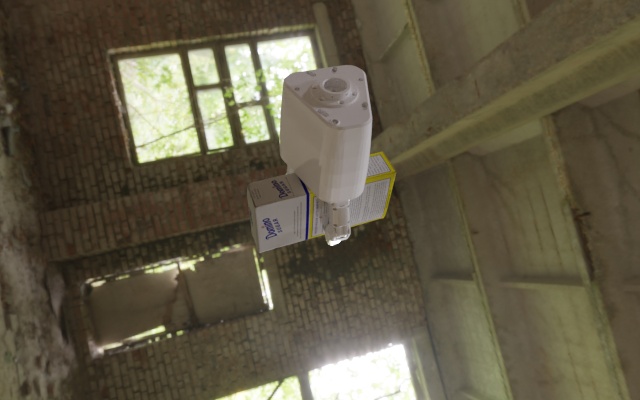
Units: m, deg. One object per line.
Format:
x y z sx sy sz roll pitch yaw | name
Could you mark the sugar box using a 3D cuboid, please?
0.000 0.001 0.593 0.176 0.048 0.093 -12 -39 -14 | sugar box
